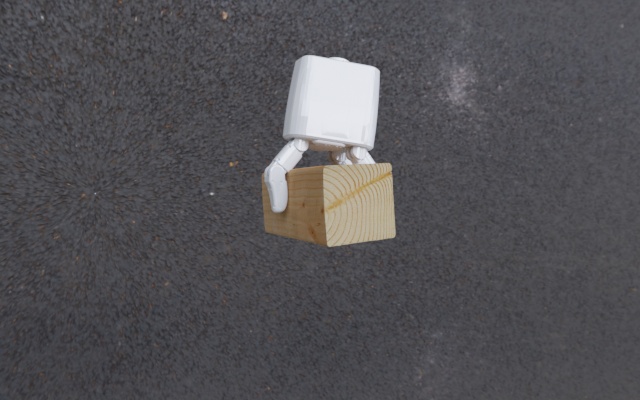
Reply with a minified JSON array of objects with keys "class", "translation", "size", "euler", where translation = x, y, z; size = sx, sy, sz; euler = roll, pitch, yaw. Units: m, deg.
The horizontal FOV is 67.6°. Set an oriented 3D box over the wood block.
[{"class":"wood block","translation":[0.000,0.002,0.624],"size":[0.091,0.090,0.206],"euler":[-4,3,-25]}]
